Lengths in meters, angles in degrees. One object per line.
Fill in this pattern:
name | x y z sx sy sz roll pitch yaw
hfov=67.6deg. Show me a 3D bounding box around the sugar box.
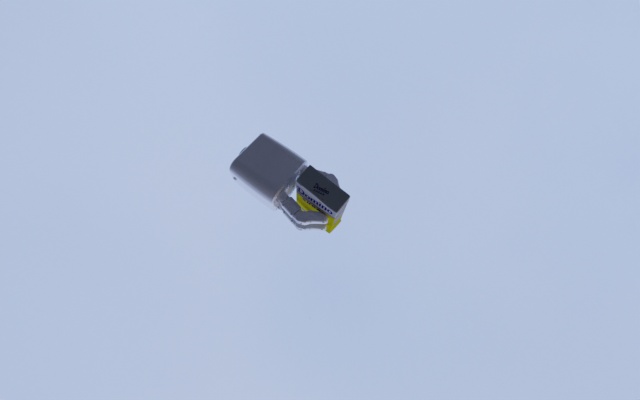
sugar box | 0.000 0.003 0.893 0.093 0.048 0.176 38 -12 8
